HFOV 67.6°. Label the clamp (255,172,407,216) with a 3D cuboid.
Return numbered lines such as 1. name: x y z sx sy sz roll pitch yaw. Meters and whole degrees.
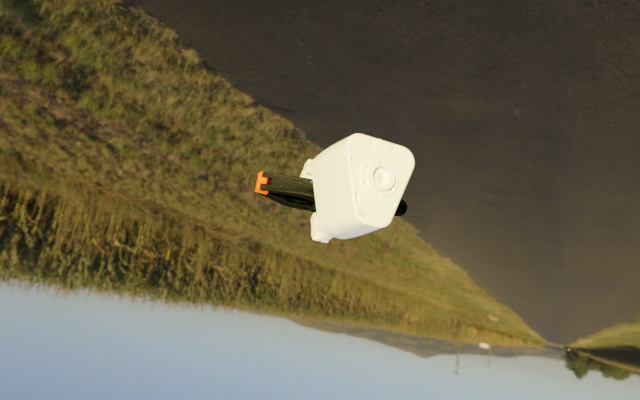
1. clamp: 0.000 0.003 0.716 0.210 0.036 0.164 14 -17 -19
